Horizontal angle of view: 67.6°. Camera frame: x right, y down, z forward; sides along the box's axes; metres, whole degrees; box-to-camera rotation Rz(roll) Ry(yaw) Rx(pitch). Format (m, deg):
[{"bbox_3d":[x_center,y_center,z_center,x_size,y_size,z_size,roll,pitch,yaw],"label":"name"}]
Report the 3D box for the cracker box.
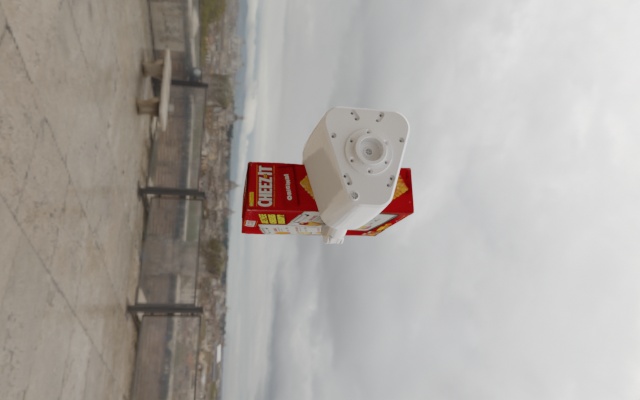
[{"bbox_3d":[0.000,0.002,0.669,0.214,0.072,0.164,2,-15,-11],"label":"cracker box"}]
